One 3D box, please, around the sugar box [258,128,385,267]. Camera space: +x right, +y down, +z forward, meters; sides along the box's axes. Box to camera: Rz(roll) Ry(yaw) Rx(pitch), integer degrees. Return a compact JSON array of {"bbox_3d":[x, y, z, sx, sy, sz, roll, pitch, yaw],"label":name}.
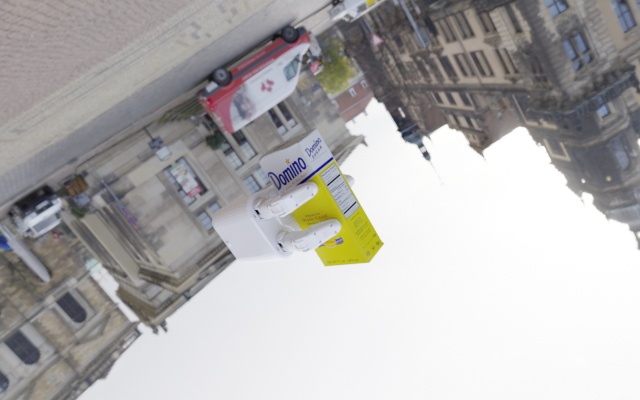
[{"bbox_3d":[0.000,0.002,0.613,0.093,0.176,0.048,-15,24,50],"label":"sugar box"}]
